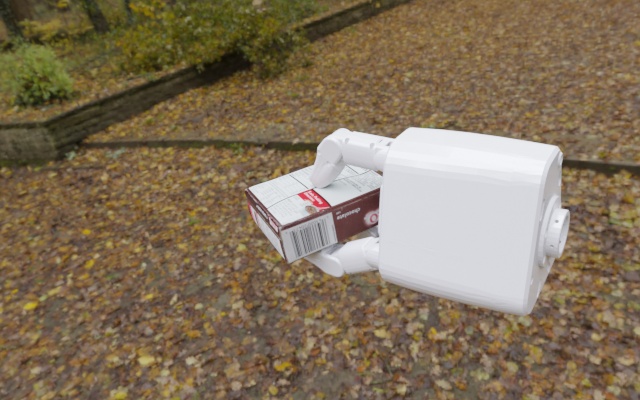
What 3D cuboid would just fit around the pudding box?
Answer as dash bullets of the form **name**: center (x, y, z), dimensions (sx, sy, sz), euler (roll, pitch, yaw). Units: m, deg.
- **pudding box**: center (0.000, 0.001, 0.430), dimensions (0.113, 0.039, 0.090), euler (-20, 30, -19)
